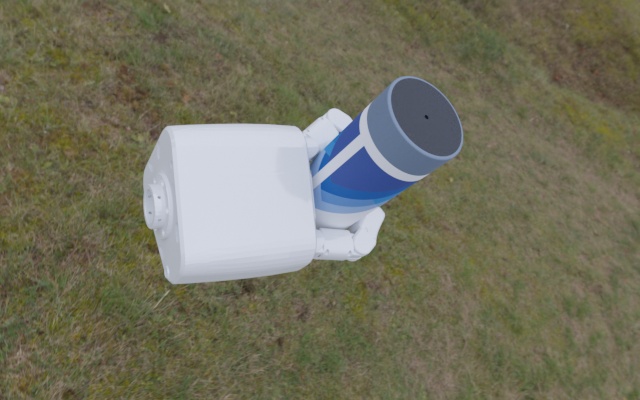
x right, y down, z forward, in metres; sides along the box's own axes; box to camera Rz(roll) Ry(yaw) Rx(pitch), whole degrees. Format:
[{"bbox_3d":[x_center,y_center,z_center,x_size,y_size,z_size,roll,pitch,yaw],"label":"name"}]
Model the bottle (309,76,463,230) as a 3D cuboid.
[{"bbox_3d":[0.000,0.001,0.438,0.069,0.069,0.296,0,-23,-33],"label":"bottle"}]
